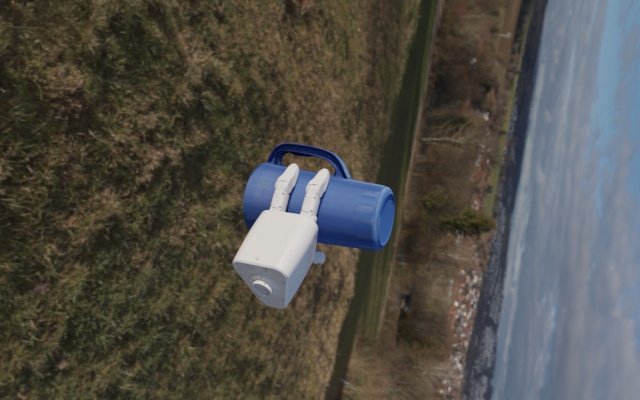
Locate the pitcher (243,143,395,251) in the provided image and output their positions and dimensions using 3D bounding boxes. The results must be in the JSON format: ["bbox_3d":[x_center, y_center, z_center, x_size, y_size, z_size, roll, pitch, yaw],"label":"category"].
[{"bbox_3d":[0.000,0.003,0.825,0.243,0.149,0.145,9,46,23],"label":"pitcher"}]
